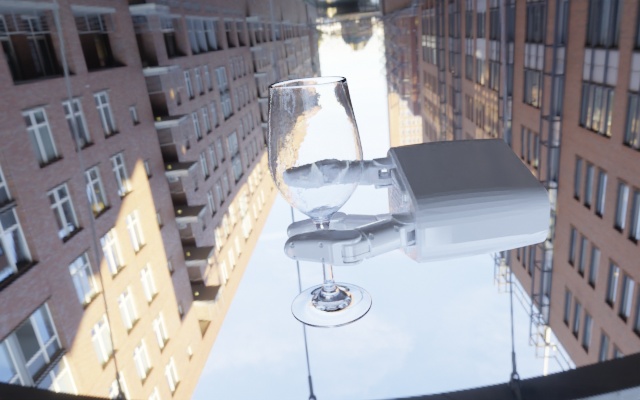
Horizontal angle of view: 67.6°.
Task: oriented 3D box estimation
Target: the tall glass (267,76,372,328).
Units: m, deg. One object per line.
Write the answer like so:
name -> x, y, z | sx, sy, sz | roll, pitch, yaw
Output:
tall glass -> 0.000, 0.002, 0.402 | 0.079, 0.201, 0.079 | -6, 20, 2
